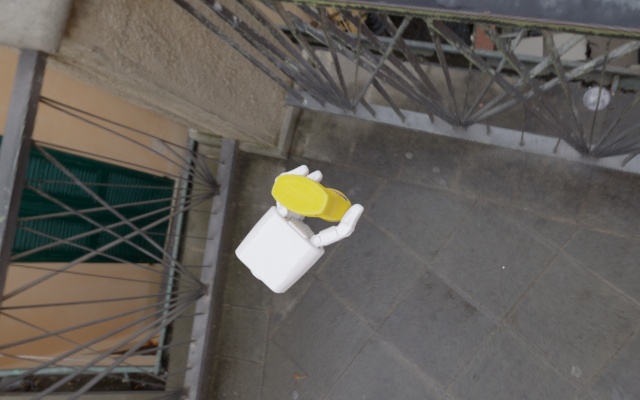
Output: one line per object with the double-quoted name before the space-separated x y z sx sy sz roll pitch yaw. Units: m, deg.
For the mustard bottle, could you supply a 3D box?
"mustard bottle" 0.000 0.002 0.806 0.096 0.058 0.191 20 0 22
